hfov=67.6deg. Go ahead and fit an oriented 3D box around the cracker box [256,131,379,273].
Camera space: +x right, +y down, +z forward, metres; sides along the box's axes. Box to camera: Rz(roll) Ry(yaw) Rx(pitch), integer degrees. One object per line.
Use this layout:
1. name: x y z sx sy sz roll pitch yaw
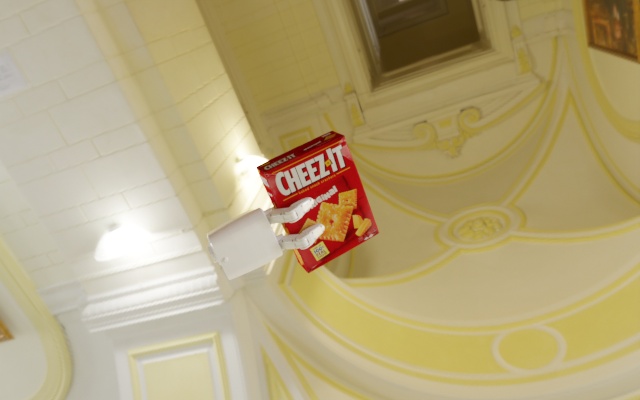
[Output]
1. cracker box: 0.000 0.003 0.889 0.164 0.214 0.072 -27 23 -13
